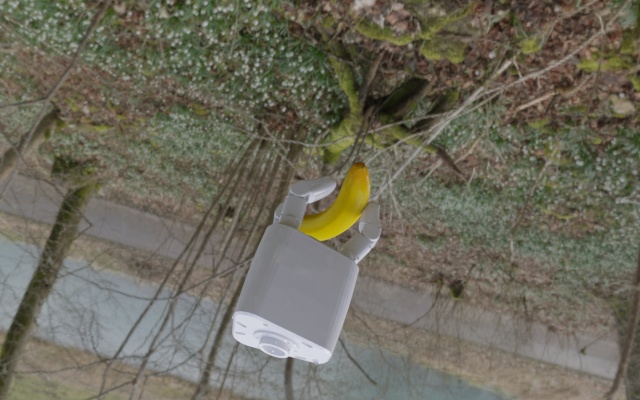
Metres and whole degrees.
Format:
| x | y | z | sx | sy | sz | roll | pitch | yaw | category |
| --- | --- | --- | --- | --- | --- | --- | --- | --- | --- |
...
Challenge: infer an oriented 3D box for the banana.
| x | y | z | sx | sy | sz | roll | pitch | yaw | category |
| --- | --- | --- | --- | --- | --- | --- | --- | --- | --- |
| 0.012 | 0.014 | 0.617 | 0.070 | 0.037 | 0.198 | 37 | -37 | -17 | banana |
